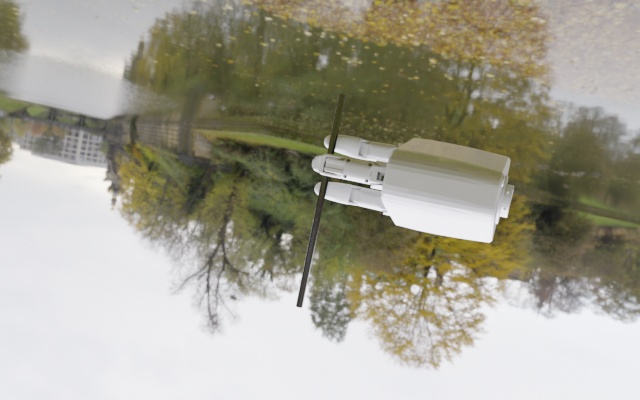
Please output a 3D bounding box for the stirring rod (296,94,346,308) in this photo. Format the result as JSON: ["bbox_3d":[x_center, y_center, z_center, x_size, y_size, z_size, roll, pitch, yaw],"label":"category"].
[{"bbox_3d":[0.000,0.002,0.530,0.011,0.239,0.011,12,3,-1],"label":"stirring rod"}]
